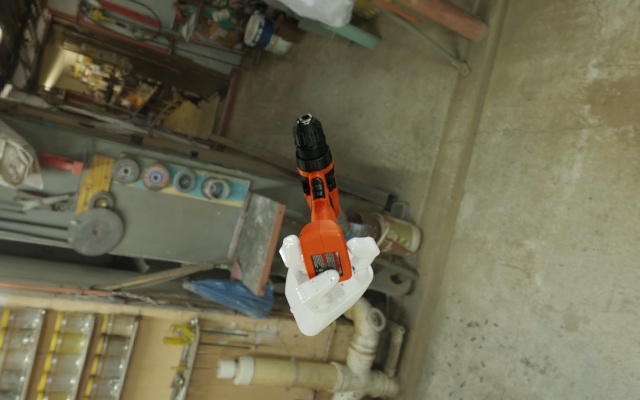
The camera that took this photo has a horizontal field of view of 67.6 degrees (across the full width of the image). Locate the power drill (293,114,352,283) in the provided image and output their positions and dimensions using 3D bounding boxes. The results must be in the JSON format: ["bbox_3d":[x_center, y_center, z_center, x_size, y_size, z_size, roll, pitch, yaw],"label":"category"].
[{"bbox_3d":[0.000,0.003,0.639,0.057,0.185,0.187,-10,42,6],"label":"power drill"}]
